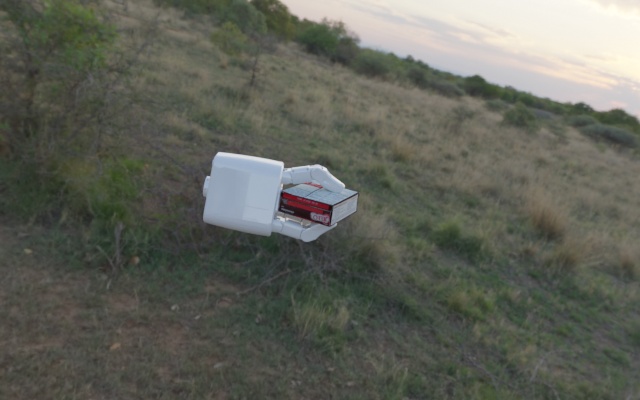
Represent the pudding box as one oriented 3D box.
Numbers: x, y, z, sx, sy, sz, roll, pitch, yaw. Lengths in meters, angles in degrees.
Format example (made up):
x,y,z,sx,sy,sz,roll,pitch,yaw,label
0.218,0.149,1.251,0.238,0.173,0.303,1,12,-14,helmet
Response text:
x,y,z,sx,sy,sz,roll,pitch,yaw,label
0.000,0.002,0.752,0.090,0.039,0.113,17,19,22,pudding box
